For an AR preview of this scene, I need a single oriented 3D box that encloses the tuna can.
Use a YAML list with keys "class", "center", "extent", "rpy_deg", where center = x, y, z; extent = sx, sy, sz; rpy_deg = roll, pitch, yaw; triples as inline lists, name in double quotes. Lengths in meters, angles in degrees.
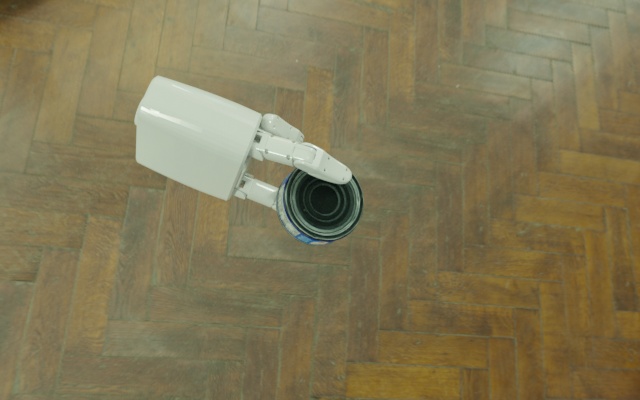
- class: "tuna can"
  center: [0.000, 0.001, 0.485]
  extent: [0.086, 0.086, 0.034]
  rpy_deg: [0, -12, -19]
